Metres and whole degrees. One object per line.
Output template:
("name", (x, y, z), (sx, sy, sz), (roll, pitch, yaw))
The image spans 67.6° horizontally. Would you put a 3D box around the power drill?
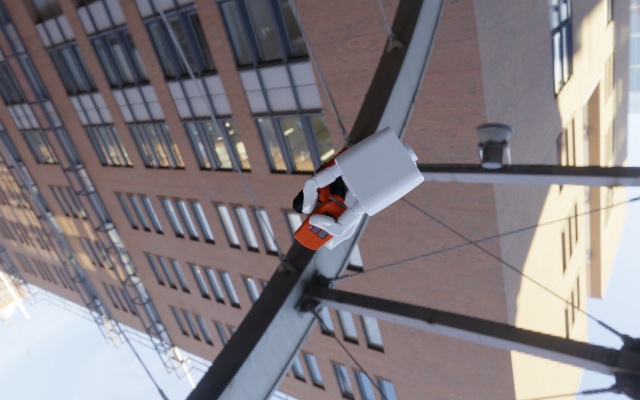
("power drill", (0.000, 0.003, 0.887), (0.057, 0.184, 0.187), (34, 32, -18))
